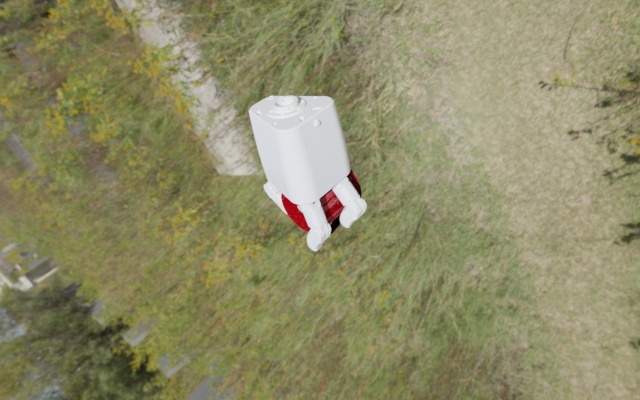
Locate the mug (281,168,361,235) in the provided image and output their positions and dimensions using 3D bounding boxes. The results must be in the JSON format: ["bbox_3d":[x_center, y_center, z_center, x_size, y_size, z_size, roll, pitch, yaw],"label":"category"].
[{"bbox_3d":[0.000,0.004,0.694,0.093,0.117,0.081,21,47,39],"label":"mug"}]
